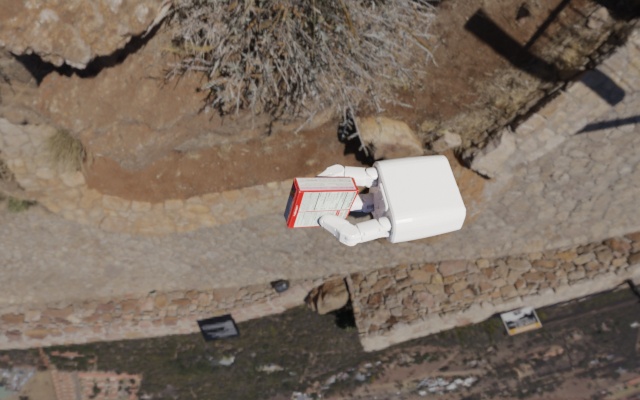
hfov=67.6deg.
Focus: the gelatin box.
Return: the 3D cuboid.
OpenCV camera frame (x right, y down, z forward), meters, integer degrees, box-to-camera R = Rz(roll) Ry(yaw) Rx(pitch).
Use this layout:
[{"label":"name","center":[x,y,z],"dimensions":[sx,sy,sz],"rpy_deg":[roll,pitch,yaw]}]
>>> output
[{"label":"gelatin box","center":[0.000,0.003,0.659],"dimensions":[0.089,0.030,0.073],"rpy_deg":[-3,-43,-22]}]
